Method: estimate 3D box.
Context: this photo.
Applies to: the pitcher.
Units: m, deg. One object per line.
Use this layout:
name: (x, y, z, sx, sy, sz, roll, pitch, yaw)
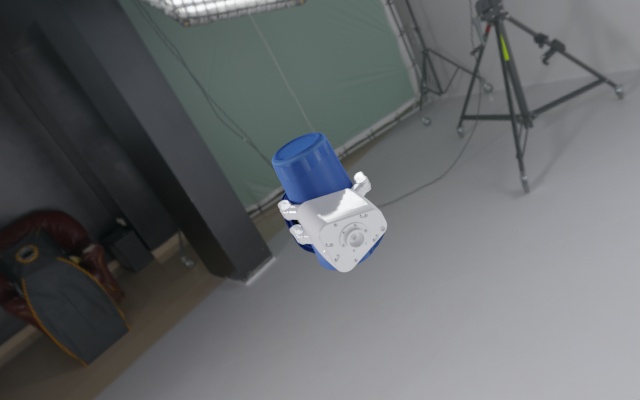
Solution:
pitcher: (0.000, 0.003, 0.898, 0.149, 0.243, 0.145, -31, 24, -7)
